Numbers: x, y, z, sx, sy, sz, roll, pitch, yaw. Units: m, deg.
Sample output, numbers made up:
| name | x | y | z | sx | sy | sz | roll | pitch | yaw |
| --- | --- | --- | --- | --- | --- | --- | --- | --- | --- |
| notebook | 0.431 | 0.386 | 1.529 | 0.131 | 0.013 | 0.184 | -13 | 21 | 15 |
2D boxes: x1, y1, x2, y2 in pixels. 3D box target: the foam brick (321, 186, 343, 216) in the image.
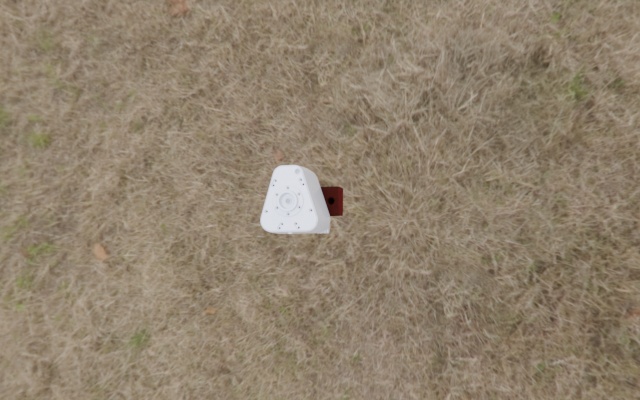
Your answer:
| name | x | y | z | sx | sy | sz | roll | pitch | yaw |
| --- | --- | --- | --- | --- | --- | --- | --- | --- | --- |
| foam brick | 0.000 | 0.003 | 0.861 | 0.078 | 0.053 | 0.051 | -2 | -3 | 9 |
